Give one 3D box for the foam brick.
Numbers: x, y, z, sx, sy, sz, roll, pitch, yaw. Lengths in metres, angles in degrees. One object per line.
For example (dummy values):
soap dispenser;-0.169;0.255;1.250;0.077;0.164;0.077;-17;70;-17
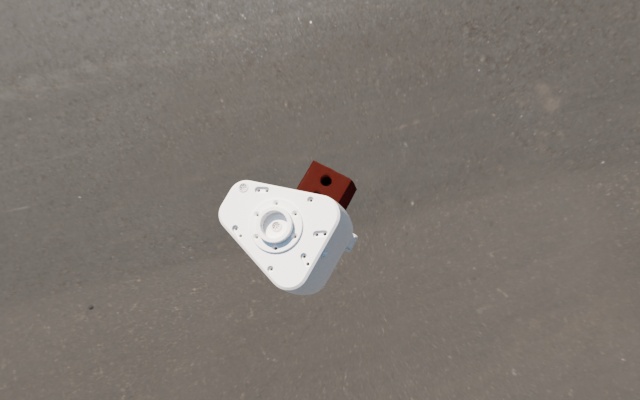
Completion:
foam brick;0.000;0.002;0.560;0.053;0.078;0.051;28;-5;15
